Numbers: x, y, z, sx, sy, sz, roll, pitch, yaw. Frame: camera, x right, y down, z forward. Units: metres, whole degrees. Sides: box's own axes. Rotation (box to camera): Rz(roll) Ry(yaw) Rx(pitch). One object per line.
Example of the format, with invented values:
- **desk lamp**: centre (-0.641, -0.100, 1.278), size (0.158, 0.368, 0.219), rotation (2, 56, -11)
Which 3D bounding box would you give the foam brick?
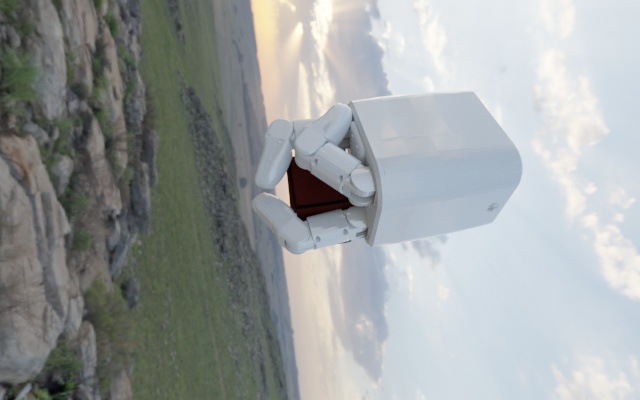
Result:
- **foam brick**: centre (0.000, 0.001, 0.416), size (0.051, 0.053, 0.078), rotation (-9, -29, -6)
